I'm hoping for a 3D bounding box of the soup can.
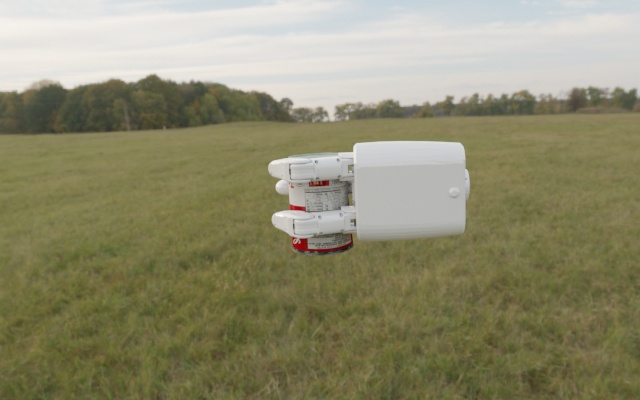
[{"bbox_3d":[0.000,0.001,0.520,0.068,0.102,0.068,-3,10,1],"label":"soup can"}]
